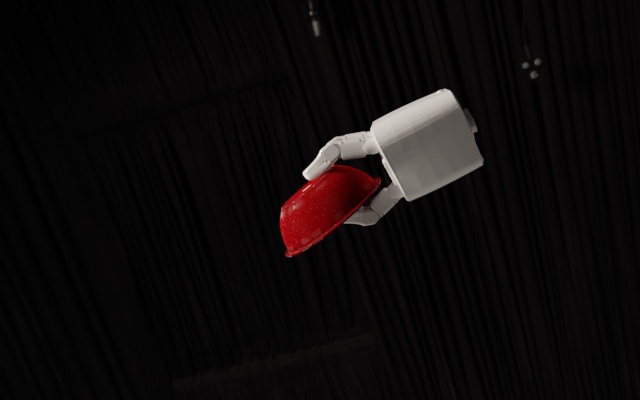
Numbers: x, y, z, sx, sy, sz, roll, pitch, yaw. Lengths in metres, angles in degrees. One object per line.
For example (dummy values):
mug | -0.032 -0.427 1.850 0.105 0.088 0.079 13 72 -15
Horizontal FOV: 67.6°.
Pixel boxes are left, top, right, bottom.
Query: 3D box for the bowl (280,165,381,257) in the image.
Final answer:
bowl | -0.001 0.003 0.632 0.162 0.055 0.162 -39 7 6
